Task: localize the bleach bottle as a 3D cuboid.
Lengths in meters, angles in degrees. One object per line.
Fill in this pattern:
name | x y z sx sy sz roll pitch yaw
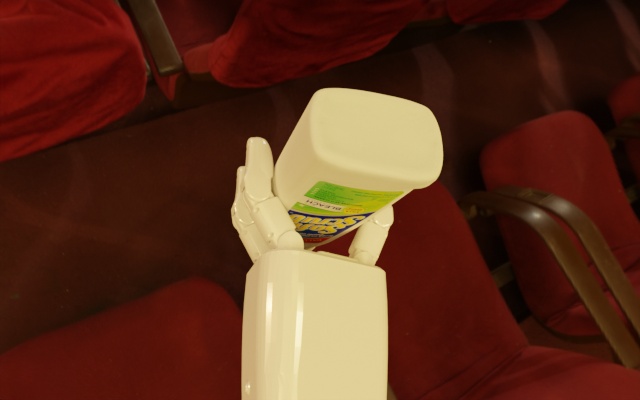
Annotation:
bleach bottle | 0.000 0.001 0.427 0.102 0.068 0.251 8 -25 -16
